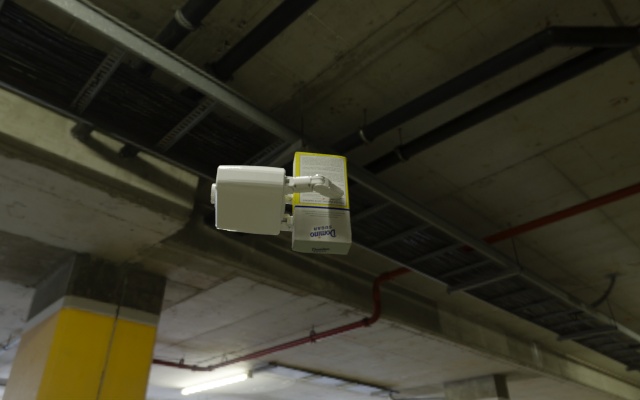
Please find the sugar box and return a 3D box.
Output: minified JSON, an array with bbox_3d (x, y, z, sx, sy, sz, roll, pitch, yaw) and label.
[{"bbox_3d":[0.000,0.003,0.798,0.093,0.176,0.048,5,-32,-7],"label":"sugar box"}]
